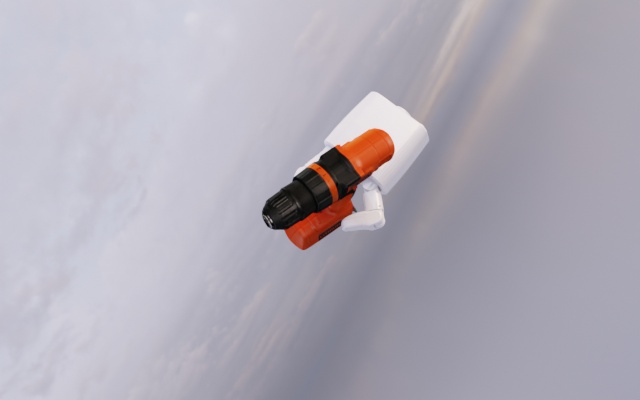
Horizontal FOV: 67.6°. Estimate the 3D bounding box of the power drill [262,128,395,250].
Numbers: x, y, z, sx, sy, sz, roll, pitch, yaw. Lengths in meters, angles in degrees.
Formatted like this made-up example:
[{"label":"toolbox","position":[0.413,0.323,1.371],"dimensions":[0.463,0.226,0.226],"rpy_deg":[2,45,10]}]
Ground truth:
[{"label":"power drill","position":[0.000,0.002,0.609],"dimensions":[0.184,0.057,0.188],"rpy_deg":[-33,-12,-21]}]
